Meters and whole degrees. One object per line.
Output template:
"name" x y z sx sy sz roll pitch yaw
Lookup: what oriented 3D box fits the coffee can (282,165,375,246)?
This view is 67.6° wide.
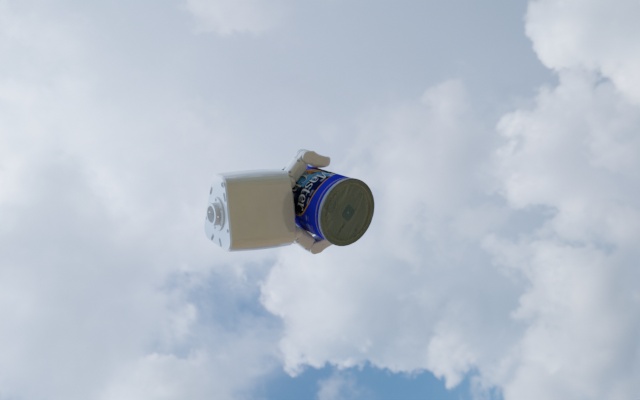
"coffee can" 0.000 0.002 0.749 0.103 0.103 0.140 0 13 -37
